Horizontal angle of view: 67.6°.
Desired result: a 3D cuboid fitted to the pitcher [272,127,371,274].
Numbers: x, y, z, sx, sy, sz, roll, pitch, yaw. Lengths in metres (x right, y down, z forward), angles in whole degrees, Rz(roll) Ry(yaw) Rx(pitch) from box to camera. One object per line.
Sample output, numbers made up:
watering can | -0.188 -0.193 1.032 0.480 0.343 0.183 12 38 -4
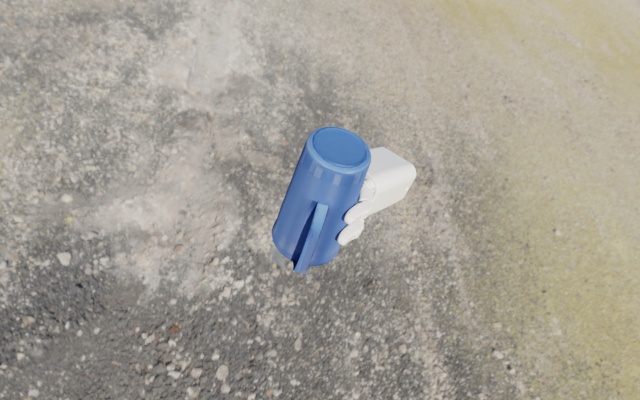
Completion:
pitcher | 0.000 0.003 0.823 0.145 0.149 0.243 -19 -33 -32
